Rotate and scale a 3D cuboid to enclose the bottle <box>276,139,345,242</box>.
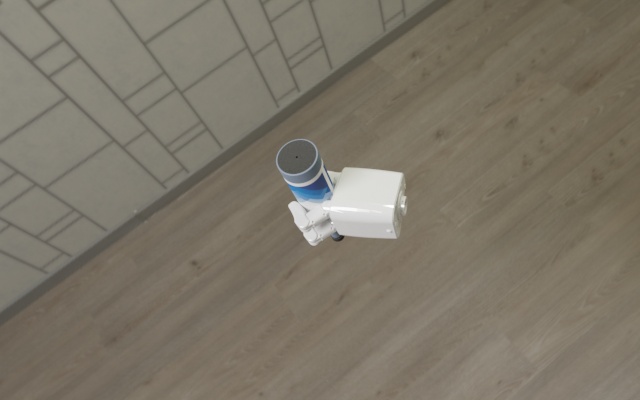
[{"bbox_3d":[0.000,0.003,0.846,0.069,0.069,0.296,0,-28,16],"label":"bottle"}]
